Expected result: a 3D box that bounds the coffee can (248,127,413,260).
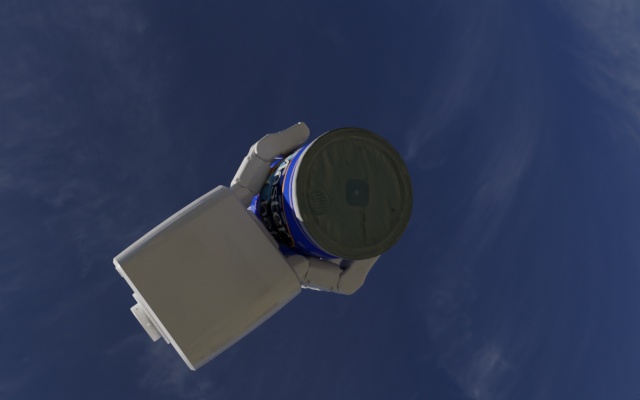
[{"bbox_3d":[0.000,0.001,0.426,0.103,0.103,0.140,0,-6,-24],"label":"coffee can"}]
